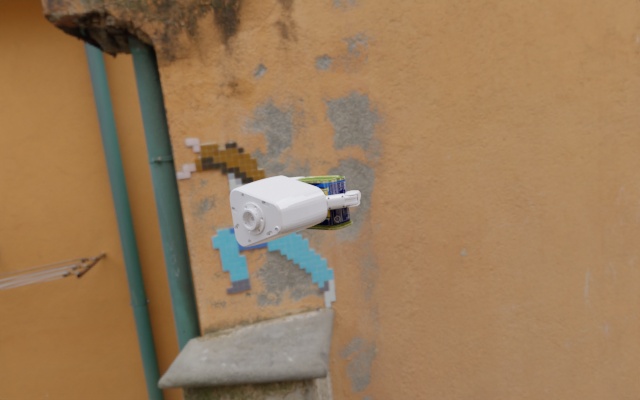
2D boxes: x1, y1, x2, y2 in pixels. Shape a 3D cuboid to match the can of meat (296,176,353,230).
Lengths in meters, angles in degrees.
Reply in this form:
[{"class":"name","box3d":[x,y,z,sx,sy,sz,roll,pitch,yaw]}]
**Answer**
[{"class":"can of meat","box3d":[0.000,0.002,0.816,0.102,0.084,0.057,0,11,40]}]
